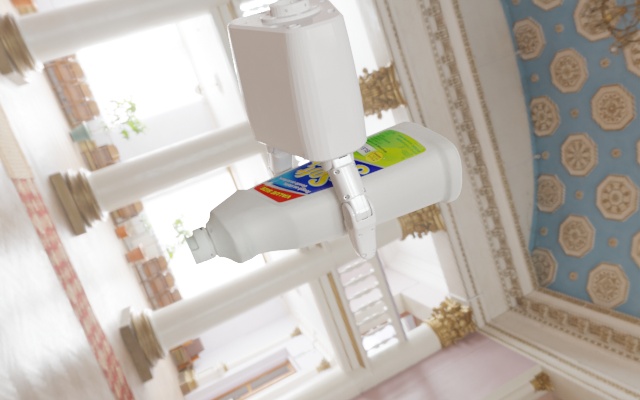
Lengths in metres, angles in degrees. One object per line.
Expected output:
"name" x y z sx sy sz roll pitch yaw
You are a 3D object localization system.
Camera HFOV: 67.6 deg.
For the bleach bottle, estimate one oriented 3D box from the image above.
"bleach bottle" 0.000 0.001 0.448 0.251 0.068 0.102 -22 34 -16
